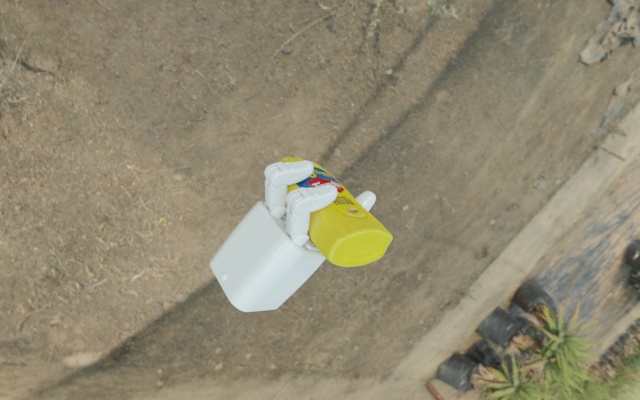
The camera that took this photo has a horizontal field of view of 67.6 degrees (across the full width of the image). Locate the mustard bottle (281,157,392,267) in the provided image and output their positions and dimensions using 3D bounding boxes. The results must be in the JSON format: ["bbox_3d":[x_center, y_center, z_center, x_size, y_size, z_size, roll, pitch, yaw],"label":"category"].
[{"bbox_3d":[0.000,0.002,0.608,0.096,0.058,0.191,0,35,-40],"label":"mustard bottle"}]
